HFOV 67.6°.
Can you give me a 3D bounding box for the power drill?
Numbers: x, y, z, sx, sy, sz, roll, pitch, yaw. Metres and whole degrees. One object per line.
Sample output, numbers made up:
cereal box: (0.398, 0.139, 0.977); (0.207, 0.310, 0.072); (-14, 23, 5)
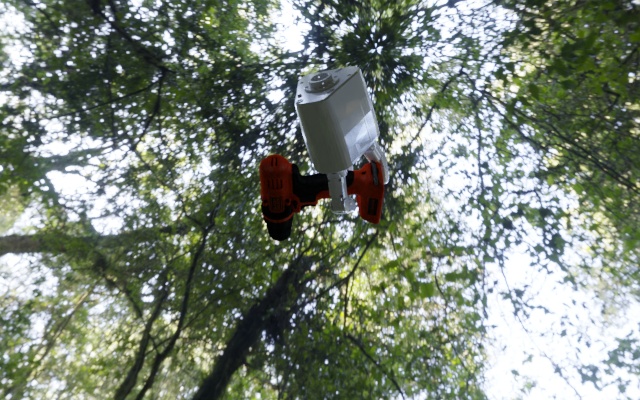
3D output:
power drill: (0.001, 0.002, 0.746); (0.187, 0.057, 0.185); (-3, -38, -3)
